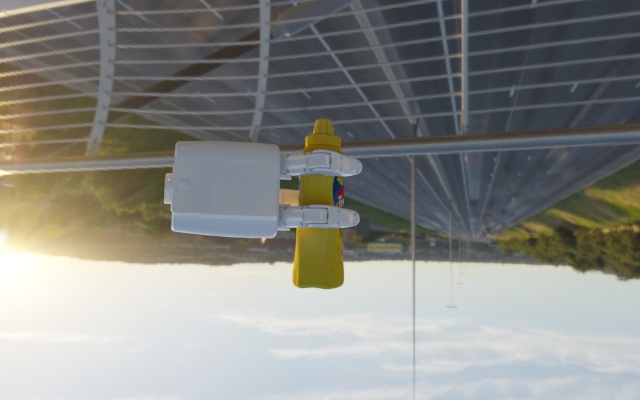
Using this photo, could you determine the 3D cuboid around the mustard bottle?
[{"bbox_3d":[0.000,0.002,0.547,0.058,0.191,0.096,1,-5,9],"label":"mustard bottle"}]
